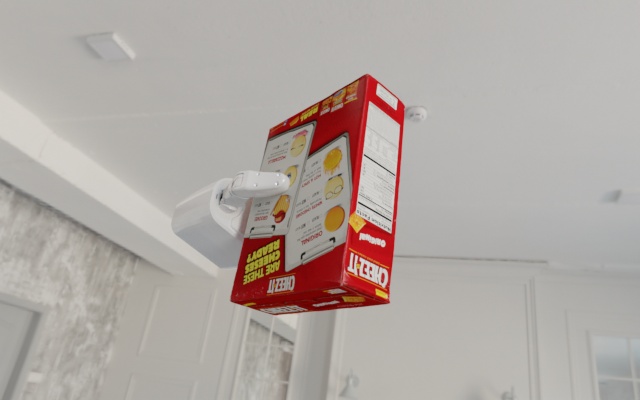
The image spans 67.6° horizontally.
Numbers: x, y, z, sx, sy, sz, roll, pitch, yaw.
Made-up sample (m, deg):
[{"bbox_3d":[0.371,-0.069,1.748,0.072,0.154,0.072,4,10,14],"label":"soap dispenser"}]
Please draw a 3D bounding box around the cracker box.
[{"bbox_3d":[0.000,0.001,0.489,0.072,0.213,0.164,27,-31,-35],"label":"cracker box"}]
